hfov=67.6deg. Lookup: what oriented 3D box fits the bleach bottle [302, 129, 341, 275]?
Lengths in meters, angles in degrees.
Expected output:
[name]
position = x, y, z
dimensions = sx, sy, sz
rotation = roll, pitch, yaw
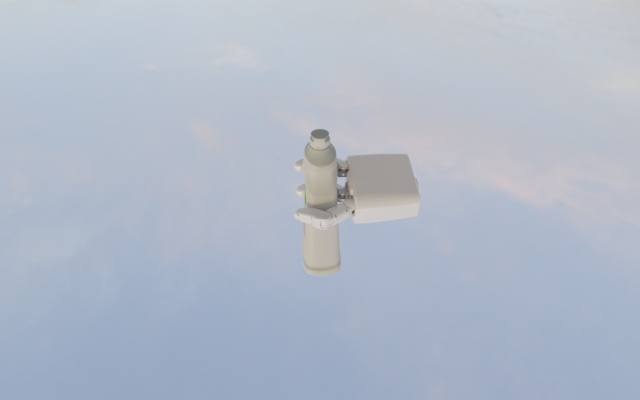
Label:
[bleach bottle]
position = 0.000, 0.003, 0.785
dimensions = 0.068, 0.251, 0.102
rotation = -4, 40, -5
